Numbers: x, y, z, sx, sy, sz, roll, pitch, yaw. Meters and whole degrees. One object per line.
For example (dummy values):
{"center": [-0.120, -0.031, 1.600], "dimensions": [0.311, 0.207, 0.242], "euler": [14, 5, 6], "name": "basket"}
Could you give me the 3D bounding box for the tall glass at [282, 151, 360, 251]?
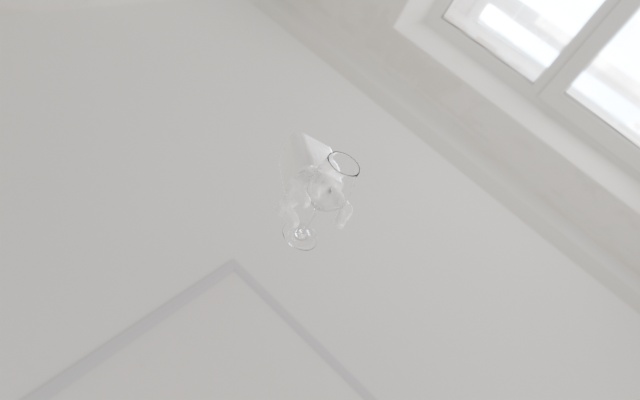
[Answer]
{"center": [0.000, 0.003, 0.879], "dimensions": [0.079, 0.079, 0.201], "euler": [0, -42, -33], "name": "tall glass"}
